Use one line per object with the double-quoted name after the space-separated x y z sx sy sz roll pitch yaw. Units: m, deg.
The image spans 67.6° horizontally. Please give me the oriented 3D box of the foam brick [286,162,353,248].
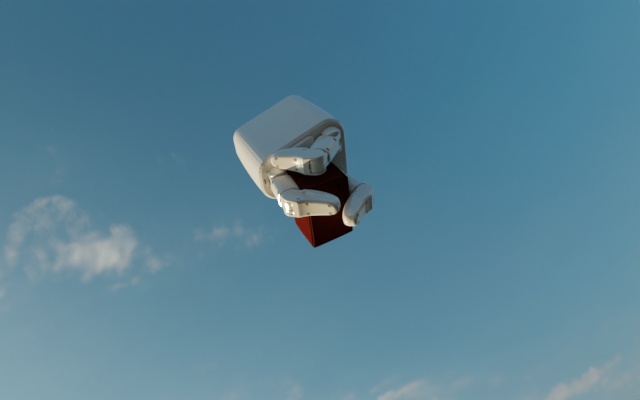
0.000 0.002 0.539 0.053 0.078 0.051 -21 37 -19 "foam brick"
